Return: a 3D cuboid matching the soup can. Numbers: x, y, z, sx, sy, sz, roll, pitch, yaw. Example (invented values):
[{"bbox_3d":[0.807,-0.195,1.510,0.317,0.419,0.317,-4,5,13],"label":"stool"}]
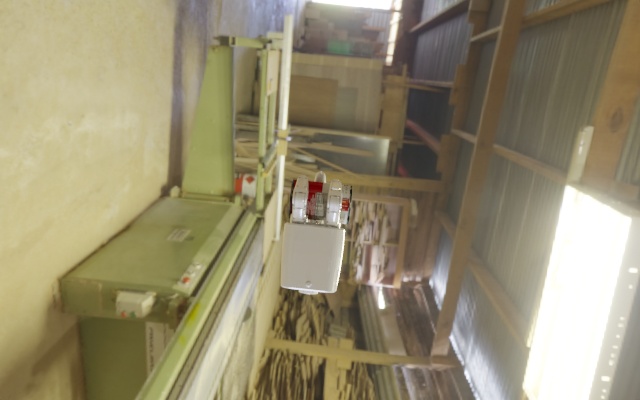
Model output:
[{"bbox_3d":[0.000,0.002,0.810,0.102,0.068,0.068,6,0,1],"label":"soup can"}]
